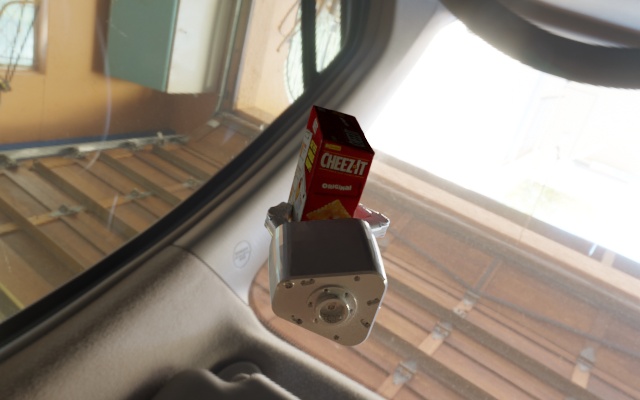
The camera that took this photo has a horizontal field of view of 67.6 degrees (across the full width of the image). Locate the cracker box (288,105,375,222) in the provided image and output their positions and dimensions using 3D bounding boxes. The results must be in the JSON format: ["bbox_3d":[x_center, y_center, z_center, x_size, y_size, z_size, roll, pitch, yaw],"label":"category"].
[{"bbox_3d":[0.000,0.002,0.629,0.072,0.214,0.164,12,23,-11],"label":"cracker box"}]
